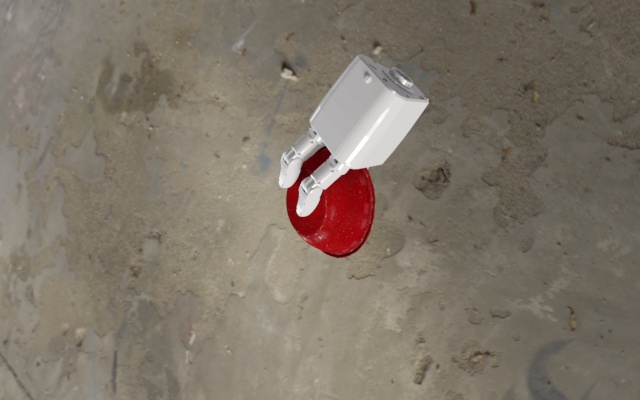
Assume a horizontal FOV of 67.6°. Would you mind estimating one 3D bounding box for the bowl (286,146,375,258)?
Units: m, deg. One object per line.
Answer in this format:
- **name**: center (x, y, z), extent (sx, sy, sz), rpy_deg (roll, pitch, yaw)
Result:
- **bowl**: center (-0.001, 0.003, 0.660), extent (0.055, 0.162, 0.162), rpy_deg (-4, 3, -39)
